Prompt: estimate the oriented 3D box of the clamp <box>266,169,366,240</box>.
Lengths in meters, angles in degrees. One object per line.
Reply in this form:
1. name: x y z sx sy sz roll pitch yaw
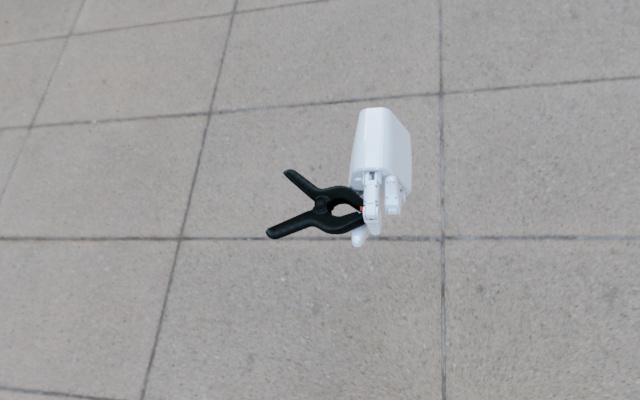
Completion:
1. clamp: 0.000 0.002 0.749 0.171 0.120 0.039 -1 -19 16
